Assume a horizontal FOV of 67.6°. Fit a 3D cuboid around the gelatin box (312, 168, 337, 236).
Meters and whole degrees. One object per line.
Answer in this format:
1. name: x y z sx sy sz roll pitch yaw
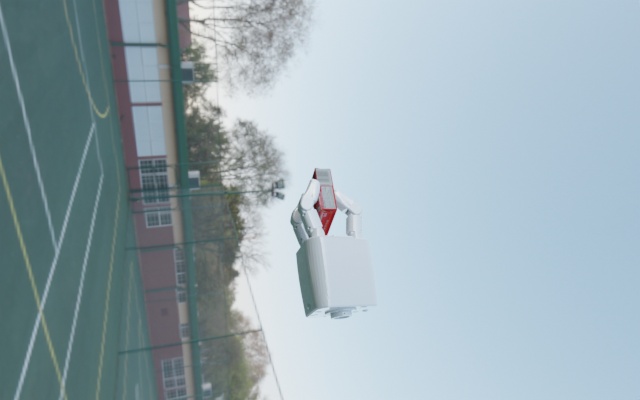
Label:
1. gelatin box: 0.001 0.002 0.790 0.030 0.089 0.073 2 -37 -14
